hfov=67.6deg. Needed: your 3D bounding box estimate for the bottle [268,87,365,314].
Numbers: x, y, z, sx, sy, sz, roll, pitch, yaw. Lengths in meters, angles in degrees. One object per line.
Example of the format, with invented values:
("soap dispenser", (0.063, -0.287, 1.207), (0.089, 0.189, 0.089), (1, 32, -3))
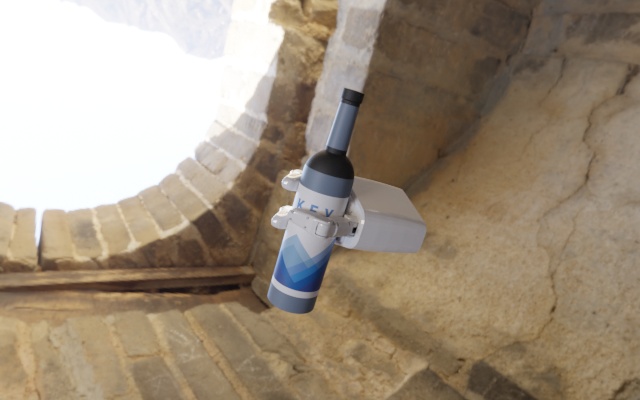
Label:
("bottle", (0.000, 0.002, 0.620), (0.069, 0.296, 0.069), (16, 15, -4))
